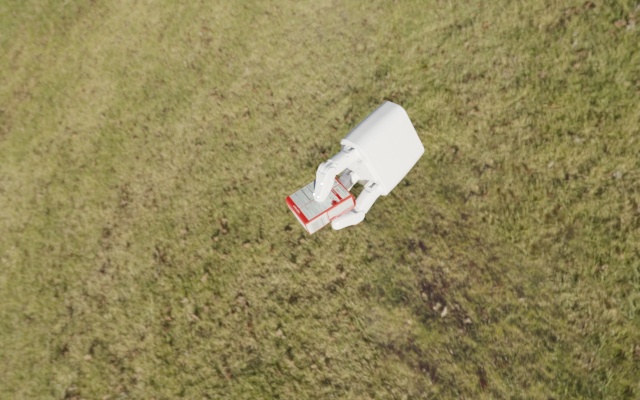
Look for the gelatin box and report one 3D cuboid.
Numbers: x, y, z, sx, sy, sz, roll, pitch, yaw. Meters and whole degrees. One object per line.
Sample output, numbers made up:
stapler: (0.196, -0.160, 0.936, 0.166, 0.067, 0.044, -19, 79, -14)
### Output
gelatin box: (0.000, 0.002, 0.754, 0.089, 0.030, 0.073, -32, 47, -10)
